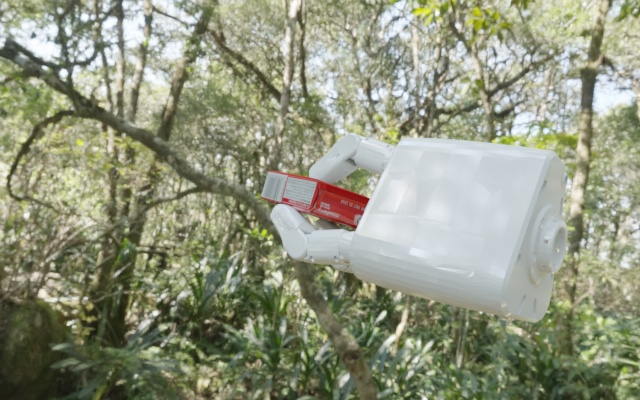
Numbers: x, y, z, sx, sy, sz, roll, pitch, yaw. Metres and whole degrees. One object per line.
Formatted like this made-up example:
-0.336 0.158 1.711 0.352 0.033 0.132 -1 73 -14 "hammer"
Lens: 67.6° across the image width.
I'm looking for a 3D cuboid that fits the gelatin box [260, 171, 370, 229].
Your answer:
0.000 0.001 0.423 0.073 0.030 0.089 19 -3 -35 "gelatin box"
